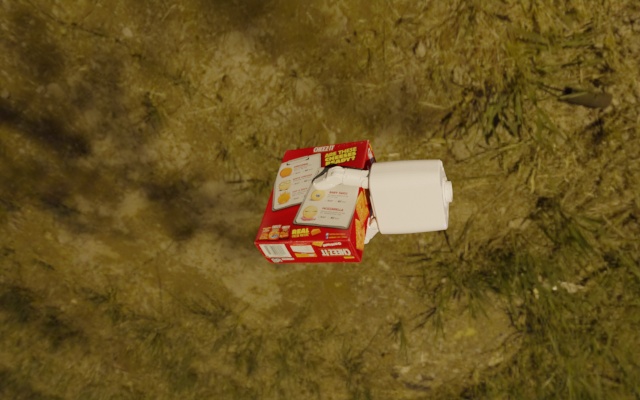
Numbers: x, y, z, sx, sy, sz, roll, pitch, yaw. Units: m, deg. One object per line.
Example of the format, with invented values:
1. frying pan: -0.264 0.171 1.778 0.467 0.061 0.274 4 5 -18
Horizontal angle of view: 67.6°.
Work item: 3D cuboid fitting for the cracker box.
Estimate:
1. cracker box: 0.000 0.003 0.810 0.164 0.213 0.072 -4 -42 22
